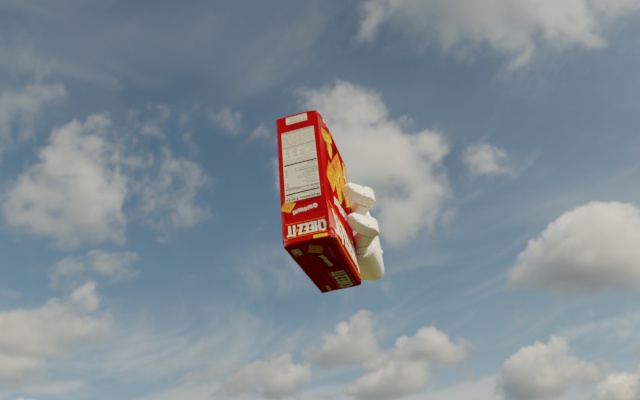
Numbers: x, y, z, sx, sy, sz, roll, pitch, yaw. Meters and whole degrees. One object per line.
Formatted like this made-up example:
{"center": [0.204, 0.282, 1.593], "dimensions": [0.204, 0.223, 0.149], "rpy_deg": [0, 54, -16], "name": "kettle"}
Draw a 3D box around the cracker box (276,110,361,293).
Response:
{"center": [0.000, 0.002, 0.694], "dimensions": [0.072, 0.213, 0.164], "rpy_deg": [-14, -34, 12], "name": "cracker box"}
